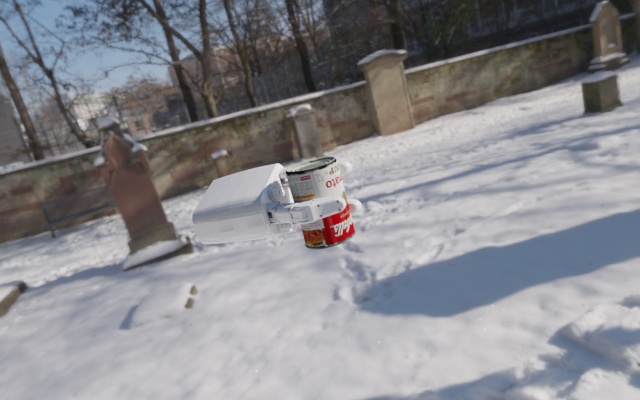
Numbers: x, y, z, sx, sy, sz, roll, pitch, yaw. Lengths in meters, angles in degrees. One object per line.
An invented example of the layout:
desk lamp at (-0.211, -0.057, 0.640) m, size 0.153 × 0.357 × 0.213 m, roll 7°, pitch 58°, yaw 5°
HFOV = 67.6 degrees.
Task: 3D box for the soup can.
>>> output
soup can at (0.000, 0.002, 0.608) m, size 0.068 × 0.102 × 0.068 m, roll -14°, pitch 14°, yaw 4°
